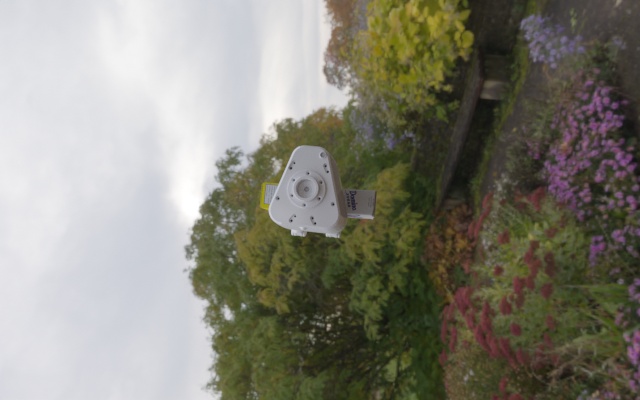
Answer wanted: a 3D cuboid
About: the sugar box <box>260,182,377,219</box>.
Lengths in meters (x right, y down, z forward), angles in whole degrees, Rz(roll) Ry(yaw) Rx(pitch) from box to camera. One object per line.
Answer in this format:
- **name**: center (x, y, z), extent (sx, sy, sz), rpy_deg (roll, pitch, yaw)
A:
- **sugar box**: center (0.000, 0.003, 0.764), extent (0.176, 0.048, 0.093), rpy_deg (7, -5, 7)
